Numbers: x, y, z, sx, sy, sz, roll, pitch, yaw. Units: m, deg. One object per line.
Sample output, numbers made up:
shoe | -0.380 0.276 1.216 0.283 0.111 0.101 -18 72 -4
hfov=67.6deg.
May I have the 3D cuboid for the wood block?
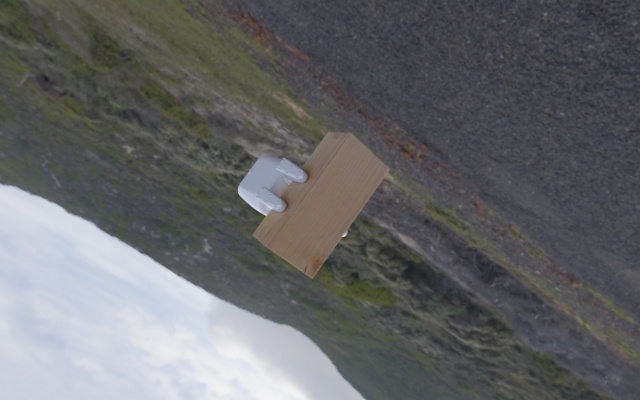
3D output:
wood block | 0.000 0.003 0.740 0.091 0.206 0.090 39 -7 -24
